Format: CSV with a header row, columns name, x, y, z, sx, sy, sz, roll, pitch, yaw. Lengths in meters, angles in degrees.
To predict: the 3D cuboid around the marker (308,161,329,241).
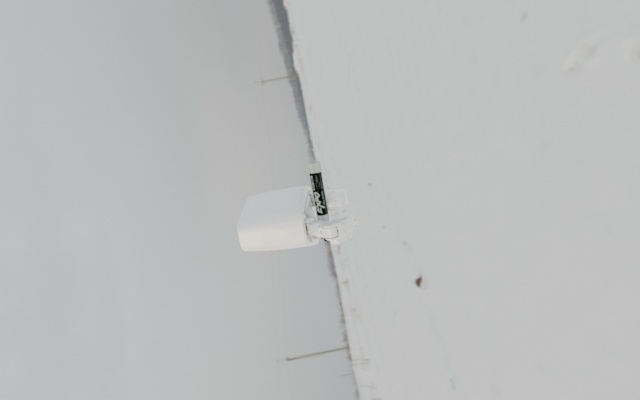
name,x,y,z,sx,sy,sz,roll,pitch,yaw
marker,0.000,0.002,0.709,0.020,0.121,0.020,-10,12,2
